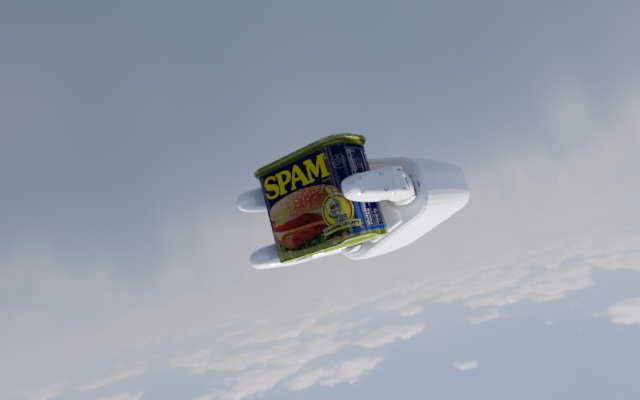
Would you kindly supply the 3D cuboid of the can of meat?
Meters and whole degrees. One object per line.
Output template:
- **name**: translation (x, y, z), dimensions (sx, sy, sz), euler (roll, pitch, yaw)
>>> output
- **can of meat**: translation (0.000, 0.002, 0.406), dimensions (0.102, 0.084, 0.057), euler (-21, -10, 35)
